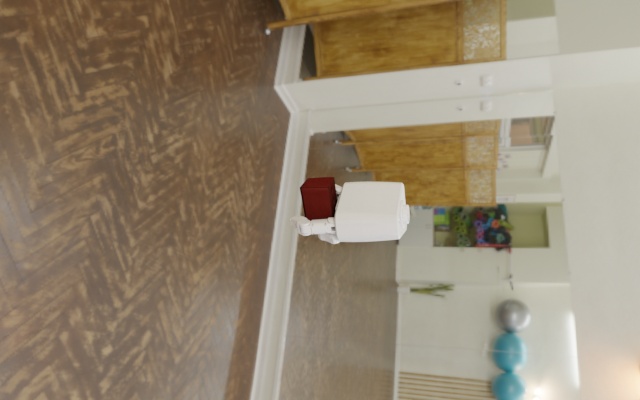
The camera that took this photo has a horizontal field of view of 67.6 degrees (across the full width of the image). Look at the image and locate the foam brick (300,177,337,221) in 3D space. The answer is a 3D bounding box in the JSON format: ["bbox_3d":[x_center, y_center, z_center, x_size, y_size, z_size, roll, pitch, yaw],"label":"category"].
[{"bbox_3d":[0.000,0.003,0.842,0.051,0.078,0.053,-2,23,16],"label":"foam brick"}]
